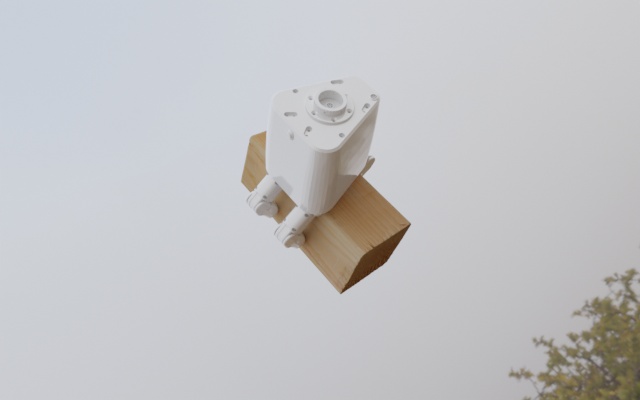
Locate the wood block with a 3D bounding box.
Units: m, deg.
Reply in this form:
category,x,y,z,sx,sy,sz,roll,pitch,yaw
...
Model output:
category,x,y,z,sx,sy,sz,roll,pitch,yaw
wood block,0.000,0.002,0.606,0.091,0.206,0.090,-27,-27,-35
